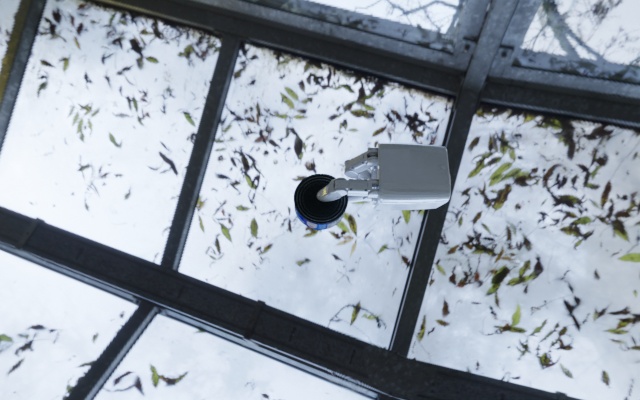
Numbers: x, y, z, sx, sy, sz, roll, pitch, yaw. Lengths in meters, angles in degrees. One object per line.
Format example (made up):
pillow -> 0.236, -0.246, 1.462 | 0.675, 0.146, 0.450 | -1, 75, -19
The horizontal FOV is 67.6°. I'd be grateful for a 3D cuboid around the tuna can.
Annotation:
tuna can -> 0.000, 0.003, 0.759 | 0.086, 0.086, 0.034 | 0, -22, -3
